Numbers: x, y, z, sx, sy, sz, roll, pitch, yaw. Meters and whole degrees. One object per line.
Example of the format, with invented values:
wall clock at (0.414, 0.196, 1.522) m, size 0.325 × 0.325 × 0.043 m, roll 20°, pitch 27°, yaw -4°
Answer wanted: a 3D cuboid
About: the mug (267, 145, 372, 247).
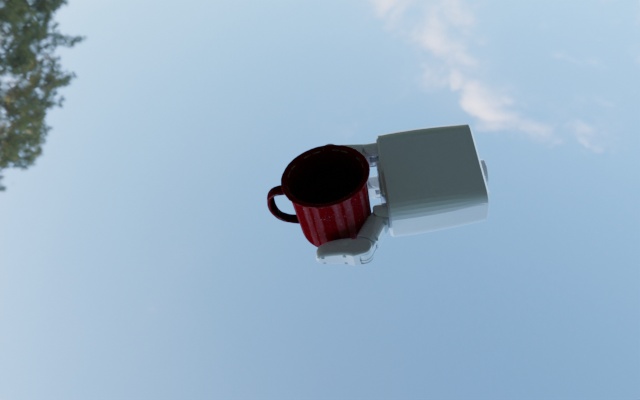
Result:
mug at (-0.001, 0.002, 0.520) m, size 0.117 × 0.093 × 0.082 m, roll -8°, pitch -44°, yaw 8°
